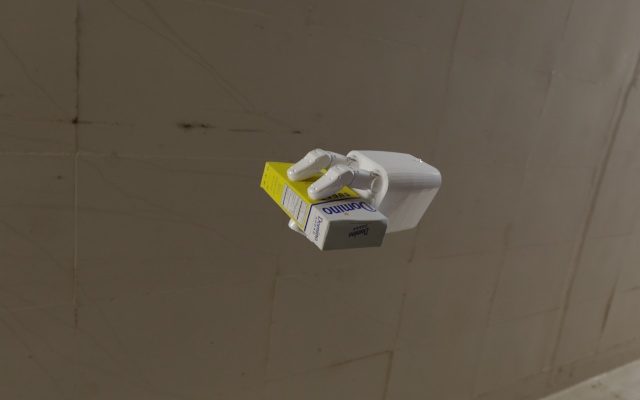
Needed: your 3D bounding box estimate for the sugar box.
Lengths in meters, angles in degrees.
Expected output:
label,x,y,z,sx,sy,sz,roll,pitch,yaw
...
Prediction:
label,x,y,z,sx,sy,sz,roll,pitch,yaw
sugar box,0.000,0.001,0.625,0.093,0.048,0.176,0,24,-34
